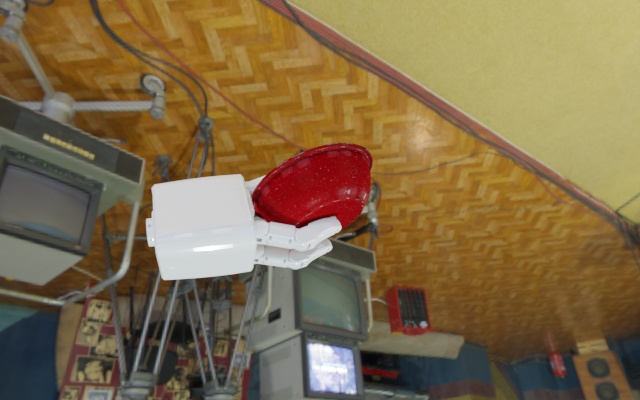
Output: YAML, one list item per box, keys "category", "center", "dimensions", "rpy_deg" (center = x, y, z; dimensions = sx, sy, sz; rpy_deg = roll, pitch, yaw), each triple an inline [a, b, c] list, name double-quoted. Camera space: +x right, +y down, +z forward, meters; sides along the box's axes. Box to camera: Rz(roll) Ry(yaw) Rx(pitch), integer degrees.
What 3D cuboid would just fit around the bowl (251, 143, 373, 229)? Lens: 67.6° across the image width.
- category: "bowl"
  center: [0.001, 0.002, 0.580]
  dimensions: [0.162, 0.055, 0.162]
  rpy_deg: [-20, -26, -10]
